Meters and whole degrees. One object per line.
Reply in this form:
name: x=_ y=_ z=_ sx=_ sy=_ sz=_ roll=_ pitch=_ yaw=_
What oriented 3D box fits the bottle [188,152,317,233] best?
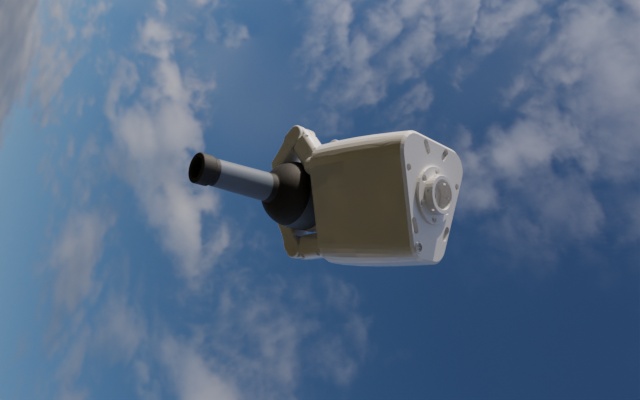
bottle: x=0.000 y=0.002 z=0.504 sx=0.296 sy=0.069 sz=0.069 roll=16 pitch=-11 yaw=-41
